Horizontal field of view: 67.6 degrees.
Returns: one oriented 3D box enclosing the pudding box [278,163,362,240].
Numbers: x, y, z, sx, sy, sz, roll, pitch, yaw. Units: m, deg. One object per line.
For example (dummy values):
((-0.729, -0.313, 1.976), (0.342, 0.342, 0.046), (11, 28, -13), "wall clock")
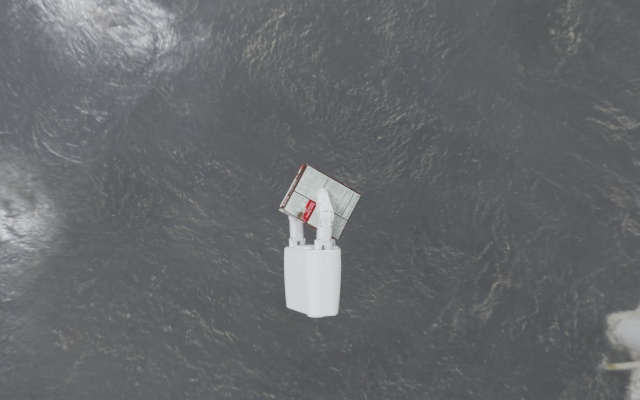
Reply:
((0.000, 0.003, 0.803), (0.113, 0.090, 0.039), (29, -6, -13), "pudding box")
